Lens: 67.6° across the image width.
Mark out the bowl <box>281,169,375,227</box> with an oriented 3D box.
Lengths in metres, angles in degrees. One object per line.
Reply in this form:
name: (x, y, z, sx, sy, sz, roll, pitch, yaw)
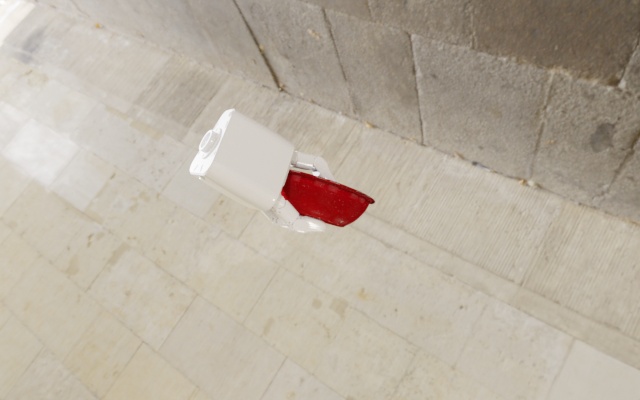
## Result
bowl: (0.001, 0.003, 0.741, 0.162, 0.055, 0.162, 17, -5, 2)
